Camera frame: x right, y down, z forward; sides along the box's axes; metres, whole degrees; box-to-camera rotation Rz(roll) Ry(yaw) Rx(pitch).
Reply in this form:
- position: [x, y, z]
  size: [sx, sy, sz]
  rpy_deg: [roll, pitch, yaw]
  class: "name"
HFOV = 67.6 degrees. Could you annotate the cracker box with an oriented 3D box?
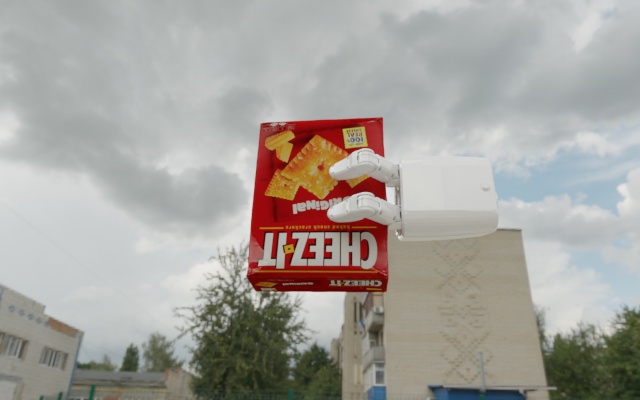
- position: [0.000, 0.002, 0.598]
  size: [0.164, 0.213, 0.072]
  rpy_deg: [-1, -25, 5]
  class: "cracker box"
